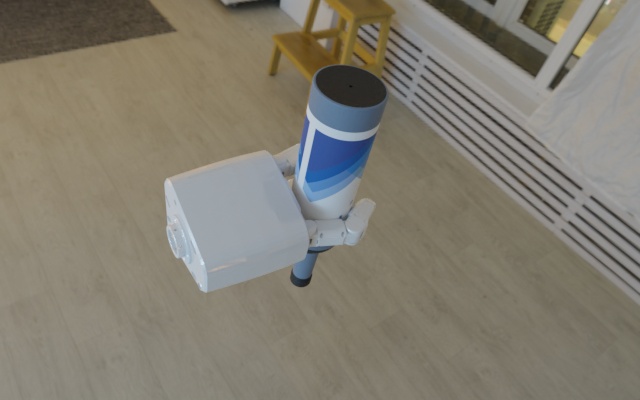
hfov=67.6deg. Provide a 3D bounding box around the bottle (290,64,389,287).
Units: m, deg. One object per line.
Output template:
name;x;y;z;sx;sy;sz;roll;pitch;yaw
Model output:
bottle;0.000;0.001;0.511;0.069;0.069;0.296;0;-42;-14
